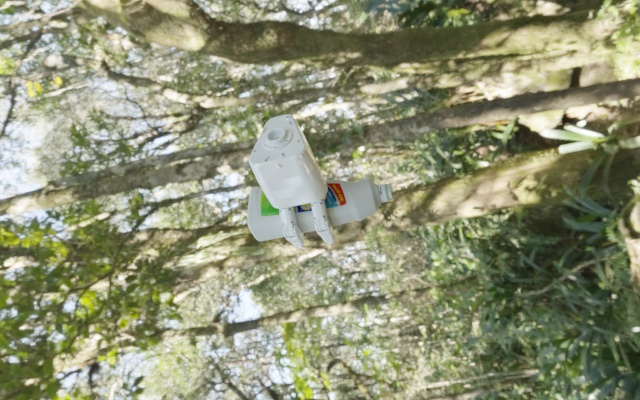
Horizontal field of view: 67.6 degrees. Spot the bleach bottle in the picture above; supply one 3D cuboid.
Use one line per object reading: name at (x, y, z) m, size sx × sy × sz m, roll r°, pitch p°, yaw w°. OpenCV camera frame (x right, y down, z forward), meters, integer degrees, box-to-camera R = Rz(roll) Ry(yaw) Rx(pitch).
bleach bottle at (0.000, 0.003, 0.841) m, size 0.251 × 0.102 × 0.068 m, roll -12°, pitch -42°, yaw 13°
